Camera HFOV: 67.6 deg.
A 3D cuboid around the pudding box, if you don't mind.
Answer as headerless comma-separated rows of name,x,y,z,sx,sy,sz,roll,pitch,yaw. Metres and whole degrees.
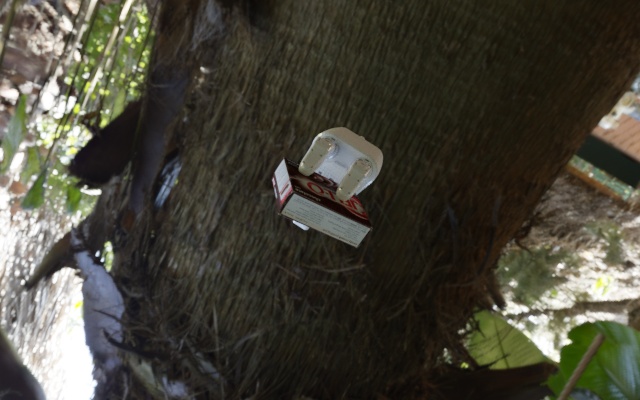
pudding box,0.000,0.002,0.577,0.113,0.039,0.090,23,22,-23
